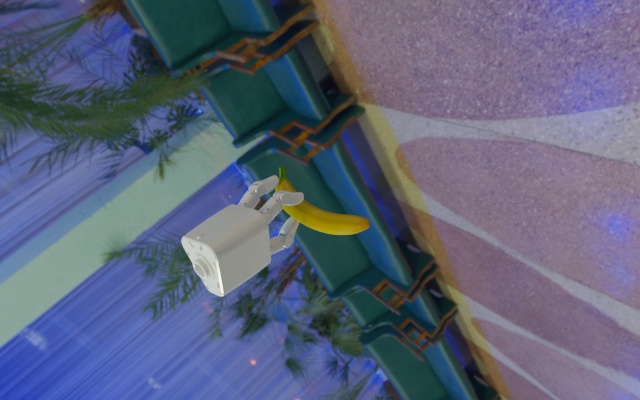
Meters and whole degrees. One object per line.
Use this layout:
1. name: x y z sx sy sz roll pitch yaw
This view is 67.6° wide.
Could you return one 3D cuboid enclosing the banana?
1. banana: -0.009 0.017 0.835 0.197 0.070 0.037 32 25 18
